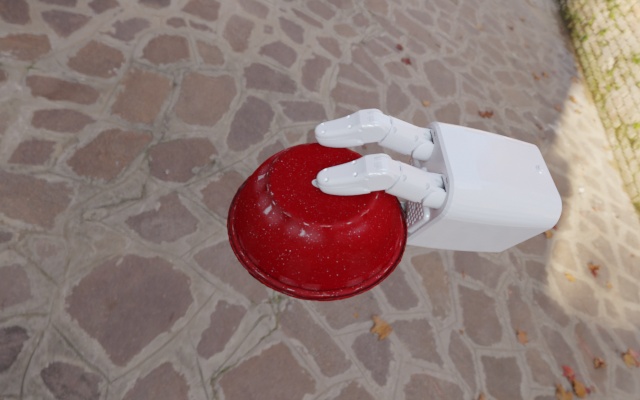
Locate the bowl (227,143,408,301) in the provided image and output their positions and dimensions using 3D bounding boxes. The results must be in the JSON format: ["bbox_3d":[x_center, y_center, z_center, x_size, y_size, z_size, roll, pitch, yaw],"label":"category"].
[{"bbox_3d":[-0.001,0.001,0.407,0.162,0.162,0.055,0,-39,-6],"label":"bowl"}]
